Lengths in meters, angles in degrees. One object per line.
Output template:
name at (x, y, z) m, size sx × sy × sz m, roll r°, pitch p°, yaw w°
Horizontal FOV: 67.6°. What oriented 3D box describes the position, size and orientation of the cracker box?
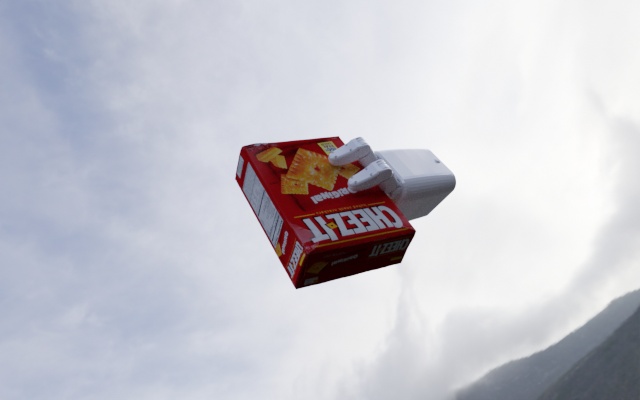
cracker box at (0.000, 0.002, 0.647) m, size 0.164 × 0.072 × 0.213 m, roll -9°, pitch 45°, yaw -29°
